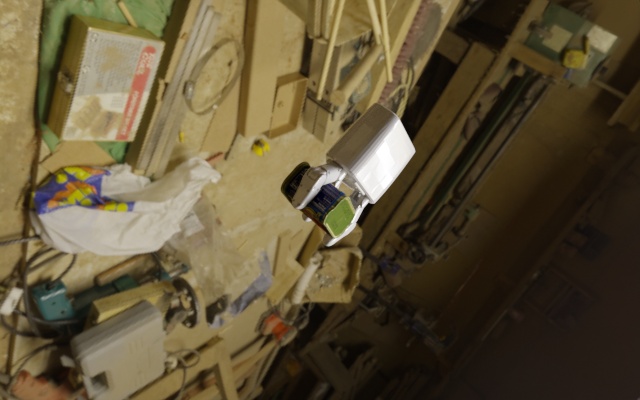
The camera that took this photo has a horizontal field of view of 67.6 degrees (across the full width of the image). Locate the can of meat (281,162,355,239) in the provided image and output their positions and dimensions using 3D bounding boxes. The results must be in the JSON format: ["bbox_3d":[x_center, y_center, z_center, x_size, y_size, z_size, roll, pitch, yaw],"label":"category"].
[{"bbox_3d":[0.000,0.002,0.690,0.084,0.057,0.102,39,-8,23],"label":"can of meat"}]
